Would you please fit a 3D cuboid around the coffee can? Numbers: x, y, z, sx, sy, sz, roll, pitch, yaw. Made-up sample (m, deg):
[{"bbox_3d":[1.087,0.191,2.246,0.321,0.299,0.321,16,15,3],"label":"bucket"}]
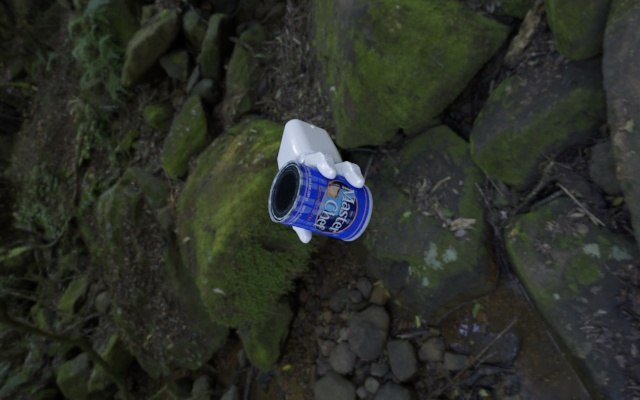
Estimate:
[{"bbox_3d":[0.000,0.003,0.788,0.140,0.103,0.103,17,-9,-30],"label":"coffee can"}]
